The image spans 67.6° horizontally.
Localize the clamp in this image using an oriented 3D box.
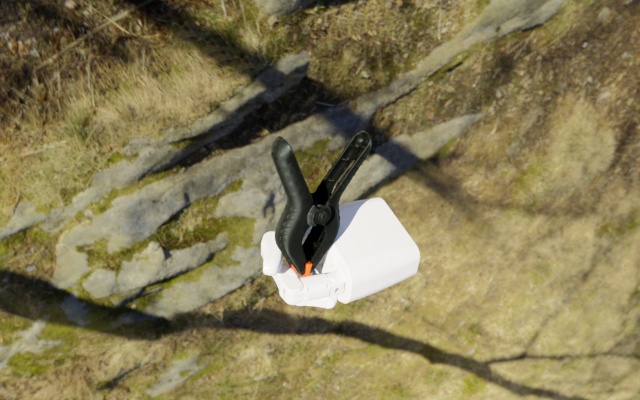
[{"bbox_3d":[0.000,0.002,0.508,0.120,0.172,0.039,-14,38,-27],"label":"clamp"}]
